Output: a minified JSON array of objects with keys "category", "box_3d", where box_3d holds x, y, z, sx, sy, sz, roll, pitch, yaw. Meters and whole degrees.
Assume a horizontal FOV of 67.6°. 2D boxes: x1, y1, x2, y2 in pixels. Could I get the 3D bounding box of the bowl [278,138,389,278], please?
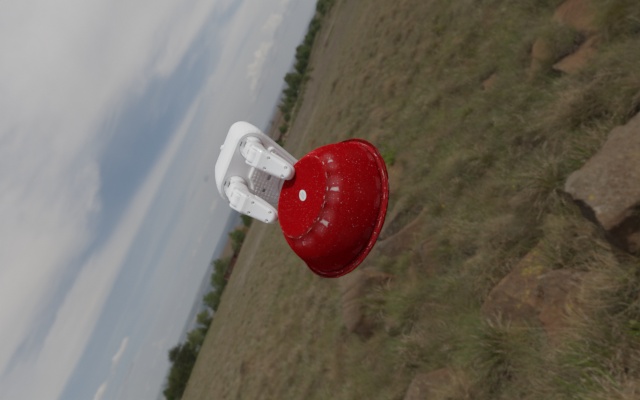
[{"category":"bowl","box_3d":[0.000,0.002,0.524,0.055,0.162,0.162,16,-9,-35]}]
